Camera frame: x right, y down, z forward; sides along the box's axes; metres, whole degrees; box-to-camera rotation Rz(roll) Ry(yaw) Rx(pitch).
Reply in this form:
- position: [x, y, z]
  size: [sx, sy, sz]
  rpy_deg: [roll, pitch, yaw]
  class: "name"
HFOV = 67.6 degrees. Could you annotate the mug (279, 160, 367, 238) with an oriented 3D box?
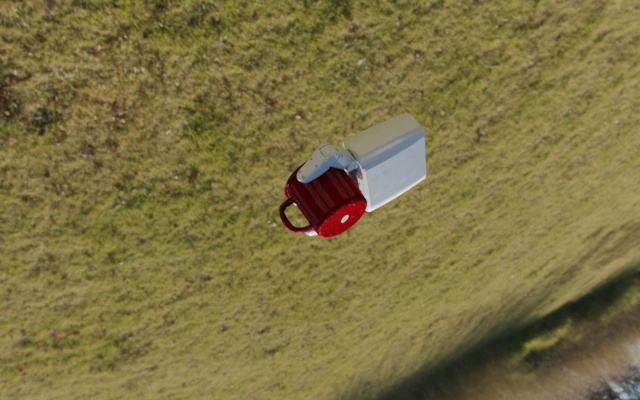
- position: [-0.001, 0.003, 0.650]
  size: [0.117, 0.081, 0.093]
  rpy_deg: [-29, -27, -13]
  class: "mug"
